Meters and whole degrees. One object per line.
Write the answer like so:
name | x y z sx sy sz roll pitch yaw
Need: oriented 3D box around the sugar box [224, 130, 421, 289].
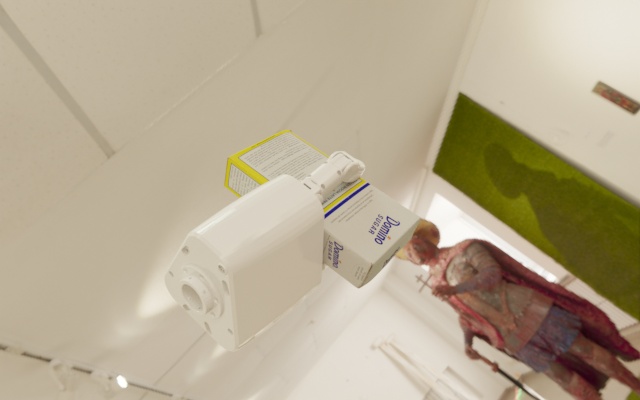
sugar box | 0.000 0.002 0.473 0.176 0.048 0.093 38 45 18
